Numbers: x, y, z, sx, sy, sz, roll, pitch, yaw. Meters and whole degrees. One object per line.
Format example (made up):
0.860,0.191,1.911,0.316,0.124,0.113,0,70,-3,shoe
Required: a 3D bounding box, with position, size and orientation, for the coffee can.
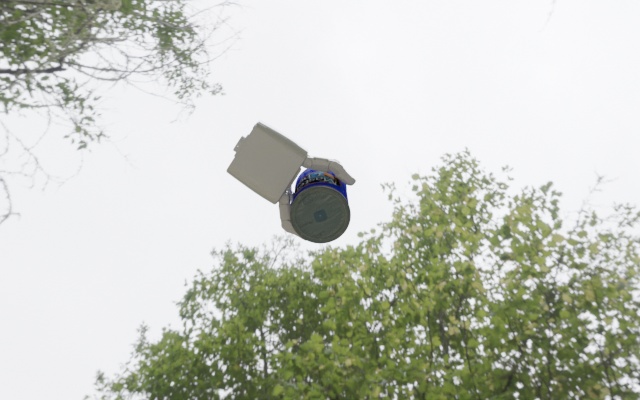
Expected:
0.000,0.003,0.863,0.103,0.103,0.140,0,20,0,coffee can
